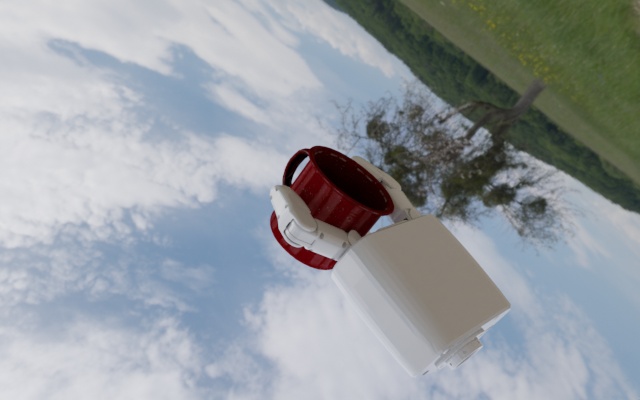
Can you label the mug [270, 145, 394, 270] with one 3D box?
[{"bbox_3d":[-0.001,0.001,0.447,0.093,0.081,0.117,5,39,-51],"label":"mug"}]
